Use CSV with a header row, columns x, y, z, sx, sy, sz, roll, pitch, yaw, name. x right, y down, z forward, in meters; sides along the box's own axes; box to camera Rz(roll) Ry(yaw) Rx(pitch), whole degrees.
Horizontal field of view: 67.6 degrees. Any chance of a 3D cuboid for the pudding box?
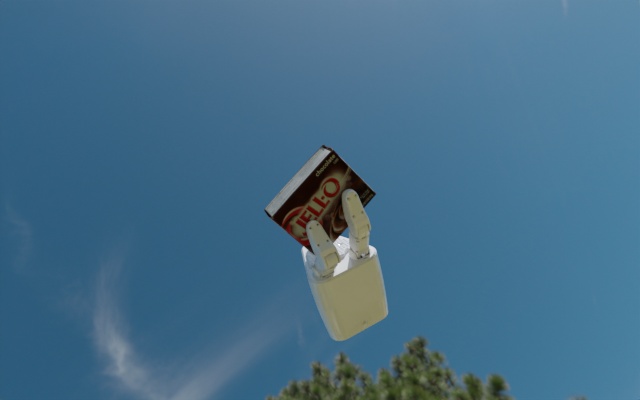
x,y,z,sx,sy,sz,roll,pitch,yaw,name
0.000,0.002,0.595,0.090,0.113,0.039,42,-4,-31,pudding box
